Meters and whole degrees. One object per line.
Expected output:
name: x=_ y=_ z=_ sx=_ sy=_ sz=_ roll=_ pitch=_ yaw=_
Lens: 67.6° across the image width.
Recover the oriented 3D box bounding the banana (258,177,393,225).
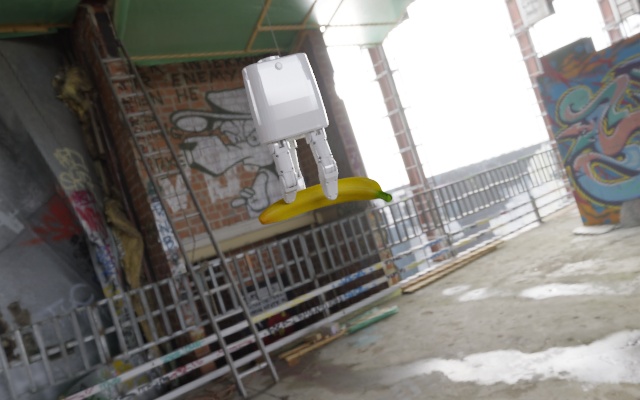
banana: x=0.005 y=-0.004 z=0.711 sx=0.198 sy=0.037 sz=0.069 roll=-12 pitch=15 yaw=9
